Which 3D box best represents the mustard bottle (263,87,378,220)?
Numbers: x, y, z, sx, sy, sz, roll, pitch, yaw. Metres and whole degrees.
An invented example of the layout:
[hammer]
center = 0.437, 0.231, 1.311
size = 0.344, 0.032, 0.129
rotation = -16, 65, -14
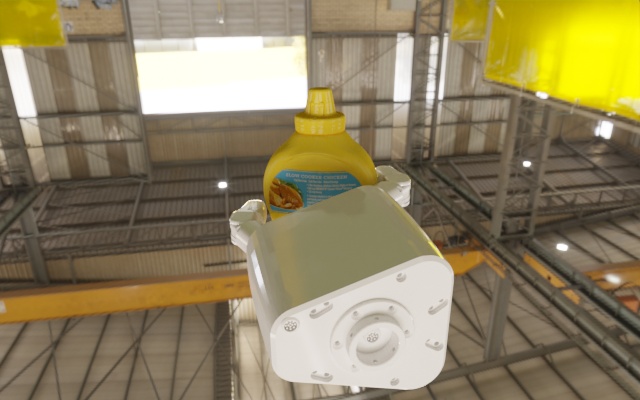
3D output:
[mustard bottle]
center = 0.000, 0.001, 0.410
size = 0.096, 0.192, 0.058
rotation = 3, 22, 9
